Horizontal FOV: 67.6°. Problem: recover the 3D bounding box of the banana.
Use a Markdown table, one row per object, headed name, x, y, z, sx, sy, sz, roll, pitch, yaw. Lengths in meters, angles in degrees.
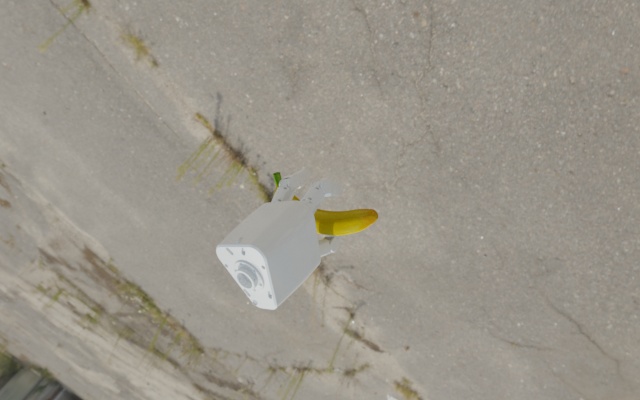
| name | x | y | z | sx | sy | sz | roll | pitch | yaw |
| --- | --- | --- | --- | --- | --- | --- | --- | --- | --- |
| banana | -0.004 | 0.018 | 0.734 | 0.197 | 0.070 | 0.037 | 21 | 30 | 28 |
